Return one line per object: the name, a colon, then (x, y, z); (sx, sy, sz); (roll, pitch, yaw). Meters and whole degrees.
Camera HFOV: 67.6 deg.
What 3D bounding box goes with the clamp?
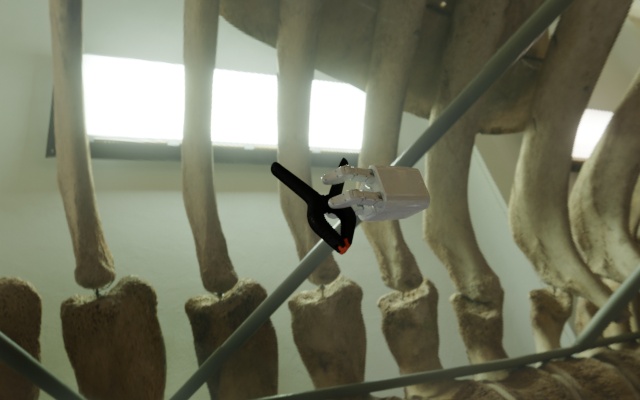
clamp: (0.000, 0.004, 0.885); (0.164, 0.209, 0.036); (-1, -34, -23)
